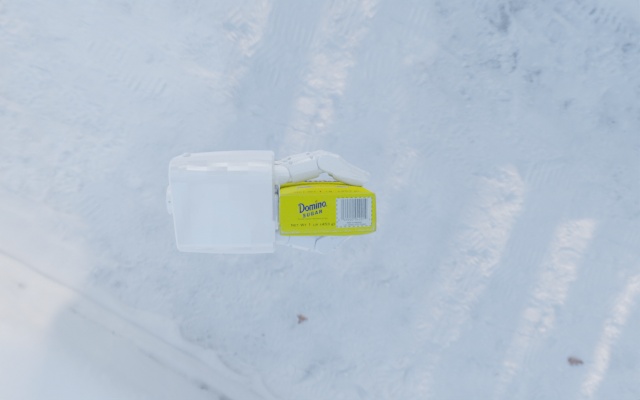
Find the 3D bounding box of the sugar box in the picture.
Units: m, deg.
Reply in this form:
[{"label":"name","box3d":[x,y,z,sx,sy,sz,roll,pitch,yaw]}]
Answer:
[{"label":"sugar box","box3d":[0.000,0.001,0.529,0.093,0.048,0.176,-1,9,-5]}]
